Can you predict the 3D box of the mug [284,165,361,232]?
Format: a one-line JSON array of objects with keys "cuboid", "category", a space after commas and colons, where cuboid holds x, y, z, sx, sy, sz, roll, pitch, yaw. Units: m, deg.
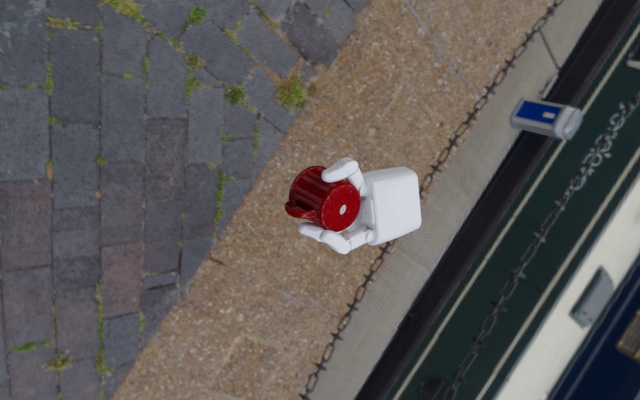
[{"cuboid": [-0.001, 0.003, 0.750, 0.117, 0.093, 0.081, -15, 28, -33], "category": "mug"}]
